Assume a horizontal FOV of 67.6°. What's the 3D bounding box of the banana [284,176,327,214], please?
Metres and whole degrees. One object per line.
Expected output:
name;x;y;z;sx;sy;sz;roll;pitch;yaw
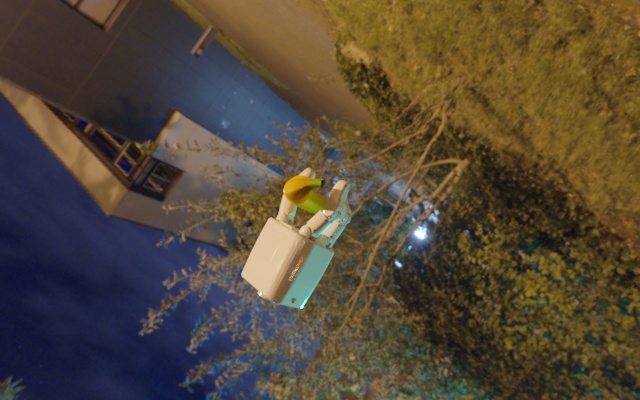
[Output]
banana;-0.018;-0.004;0.745;0.069;0.037;0.198;19;-8;10
